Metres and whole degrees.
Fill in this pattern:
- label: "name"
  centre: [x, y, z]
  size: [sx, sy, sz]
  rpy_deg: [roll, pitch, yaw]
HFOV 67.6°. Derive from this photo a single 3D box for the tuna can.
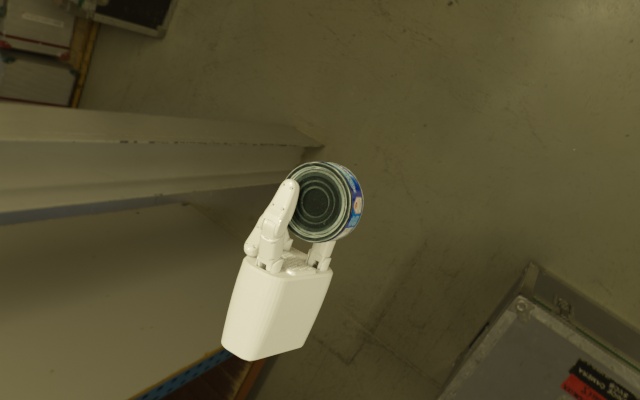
- label: "tuna can"
  centre: [0.000, 0.002, 0.501]
  size: [0.086, 0.086, 0.034]
  rpy_deg: [0, 0, 26]
